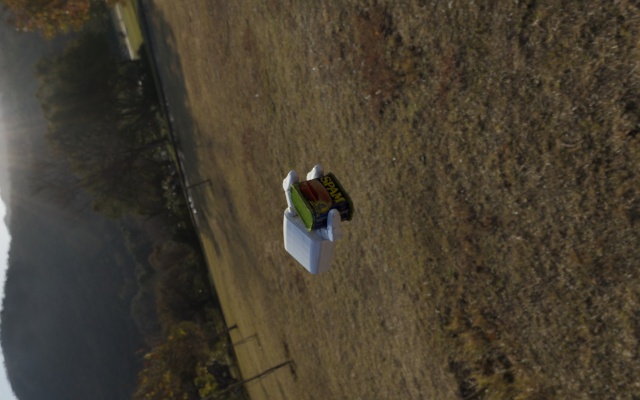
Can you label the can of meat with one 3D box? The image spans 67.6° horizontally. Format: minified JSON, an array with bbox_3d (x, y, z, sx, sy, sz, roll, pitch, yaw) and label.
[{"bbox_3d":[0.000,0.003,0.884,0.084,0.057,0.102,-17,51,-22],"label":"can of meat"}]
